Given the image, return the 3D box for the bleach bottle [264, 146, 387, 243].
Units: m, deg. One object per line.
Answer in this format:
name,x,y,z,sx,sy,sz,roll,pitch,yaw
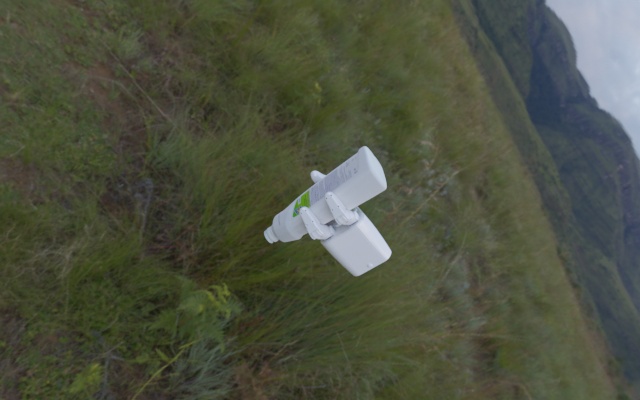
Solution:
bleach bottle,0.000,0.003,0.897,0.251,0.068,0.102,-32,27,18
